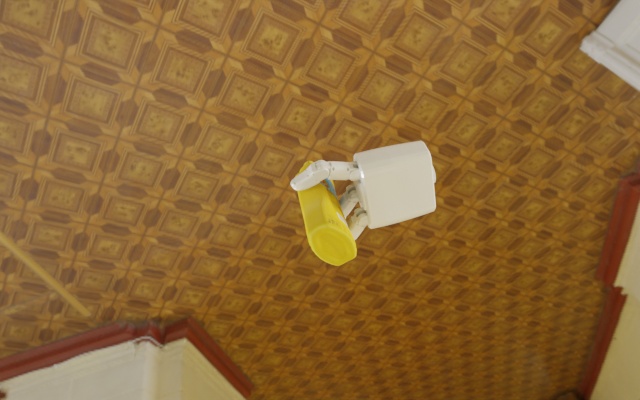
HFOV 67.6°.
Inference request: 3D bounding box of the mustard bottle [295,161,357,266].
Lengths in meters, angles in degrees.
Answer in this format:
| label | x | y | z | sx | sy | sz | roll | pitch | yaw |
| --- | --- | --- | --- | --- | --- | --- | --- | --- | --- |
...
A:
| label | x | y | z | sx | sy | sz | roll | pitch | yaw |
| --- | --- | --- | --- | --- | --- | --- | --- | --- | --- |
| mustard bottle | 0.000 | 0.003 | 0.736 | 0.058 | 0.191 | 0.096 | -30 | -48 | 13 |
